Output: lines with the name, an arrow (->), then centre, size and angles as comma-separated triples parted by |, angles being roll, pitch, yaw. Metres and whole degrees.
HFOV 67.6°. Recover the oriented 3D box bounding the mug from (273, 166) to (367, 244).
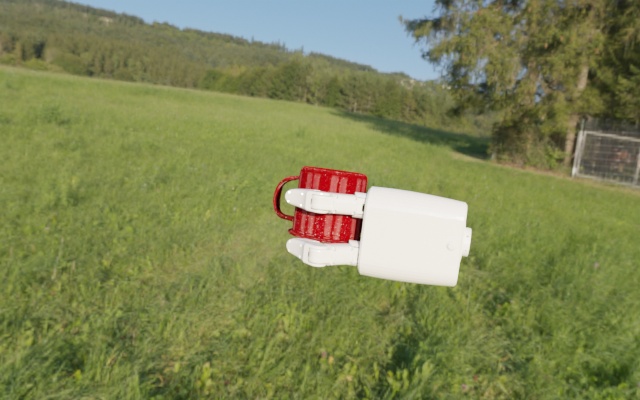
mug -> -0.001, 0.001, 0.577 | 0.117, 0.081, 0.093 | 9, 5, 13
